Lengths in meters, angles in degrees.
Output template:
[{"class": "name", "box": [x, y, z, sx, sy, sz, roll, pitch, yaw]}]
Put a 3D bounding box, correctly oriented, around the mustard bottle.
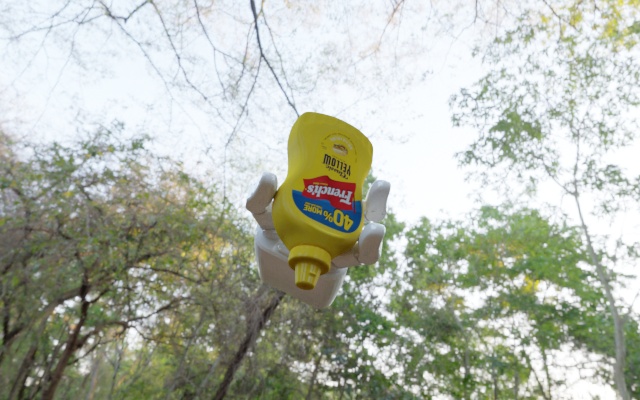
[{"class": "mustard bottle", "box": [0.000, 0.001, 0.494, 0.096, 0.191, 0.058, 25, -35, -20]}]
